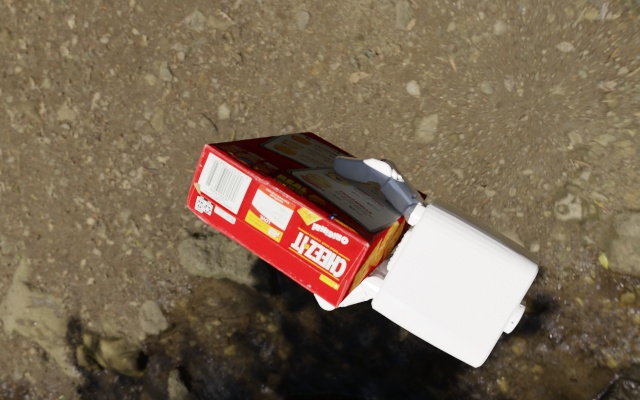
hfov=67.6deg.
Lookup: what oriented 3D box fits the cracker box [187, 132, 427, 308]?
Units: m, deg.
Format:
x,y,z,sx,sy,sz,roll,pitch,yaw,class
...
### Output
x,y,z,sx,sy,sz,roll,pitch,yaw,class
0.000,0.001,0.478,0.164,0.072,0.213,31,21,16,cracker box
